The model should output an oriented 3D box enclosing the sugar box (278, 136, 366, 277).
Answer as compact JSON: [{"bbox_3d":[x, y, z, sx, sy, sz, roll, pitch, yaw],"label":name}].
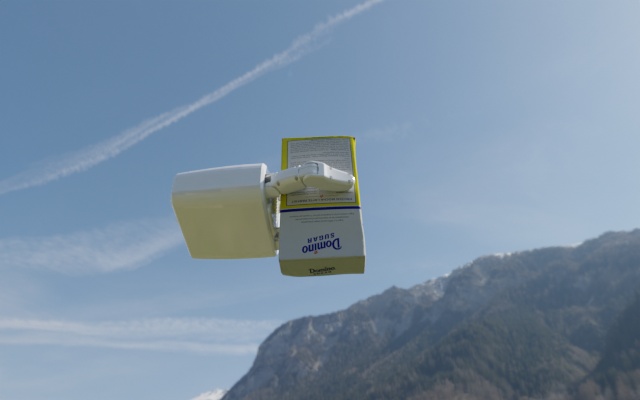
[{"bbox_3d":[0.000,0.002,0.557,0.093,0.176,0.048,-2,-35,2],"label":"sugar box"}]
